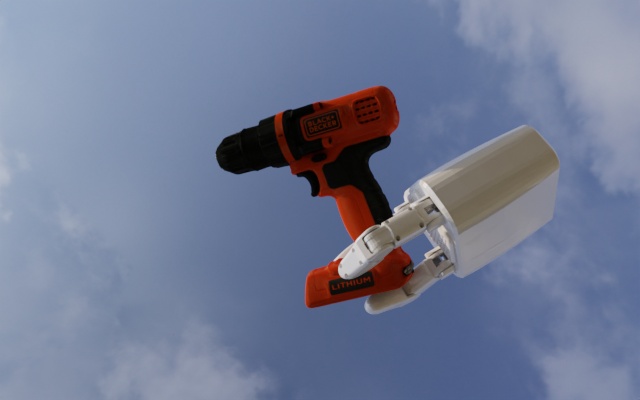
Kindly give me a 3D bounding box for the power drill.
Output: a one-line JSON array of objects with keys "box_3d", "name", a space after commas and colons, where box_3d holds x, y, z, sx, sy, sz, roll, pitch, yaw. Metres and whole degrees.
[{"box_3d": [0.000, 0.002, 0.454, 0.184, 0.187, 0.057, -15, 0, 17], "name": "power drill"}]
